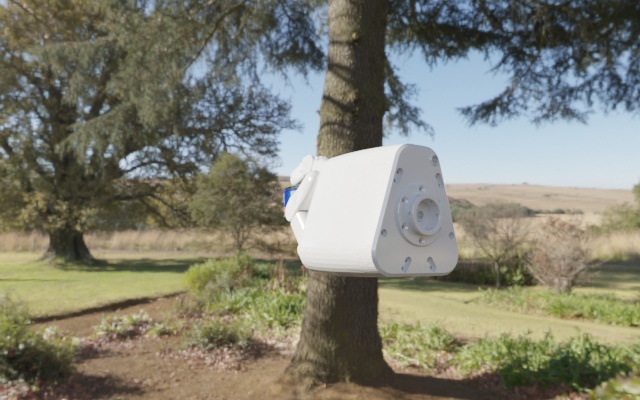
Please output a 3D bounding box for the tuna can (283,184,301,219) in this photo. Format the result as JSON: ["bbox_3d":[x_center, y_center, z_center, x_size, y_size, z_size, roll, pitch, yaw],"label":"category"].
[{"bbox_3d":[0.000,0.001,0.547,0.086,0.033,0.086,-3,-6,0],"label":"tuna can"}]
